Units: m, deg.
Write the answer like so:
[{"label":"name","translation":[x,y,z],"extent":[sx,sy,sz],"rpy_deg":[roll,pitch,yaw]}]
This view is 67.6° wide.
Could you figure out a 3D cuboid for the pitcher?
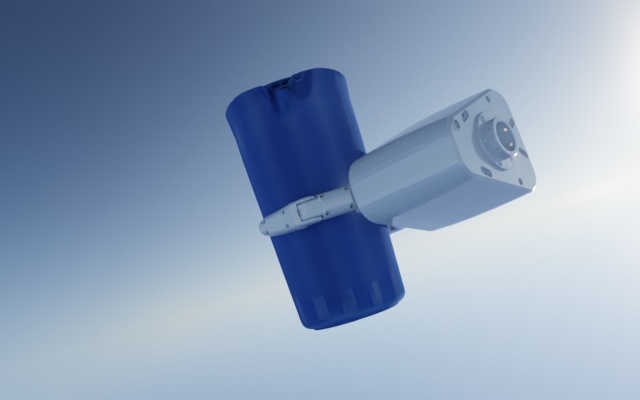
[{"label":"pitcher","translation":[0.000,0.002,0.501],"extent":[0.149,0.243,0.145],"rpy_deg":[-9,-12,-44]}]
